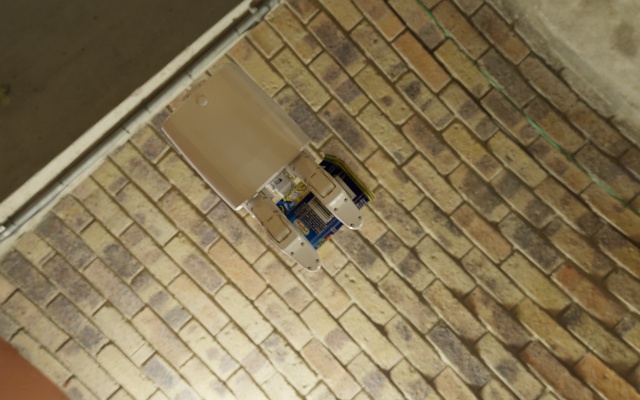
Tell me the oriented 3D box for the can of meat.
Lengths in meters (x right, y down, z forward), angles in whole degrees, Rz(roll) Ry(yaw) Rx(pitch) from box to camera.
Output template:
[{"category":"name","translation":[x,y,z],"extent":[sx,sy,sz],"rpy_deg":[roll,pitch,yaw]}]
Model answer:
[{"category":"can of meat","translation":[0.000,0.002,0.492],"extent":[0.084,0.057,0.102],"rpy_deg":[-43,12,-1]}]
